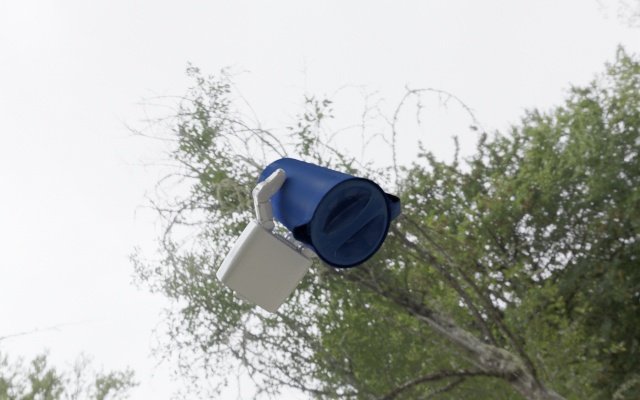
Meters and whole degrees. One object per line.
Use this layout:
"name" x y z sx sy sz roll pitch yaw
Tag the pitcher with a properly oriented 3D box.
"pitcher" 0.000 0.003 0.763 0.149 0.145 0.242 37 -4 -32
